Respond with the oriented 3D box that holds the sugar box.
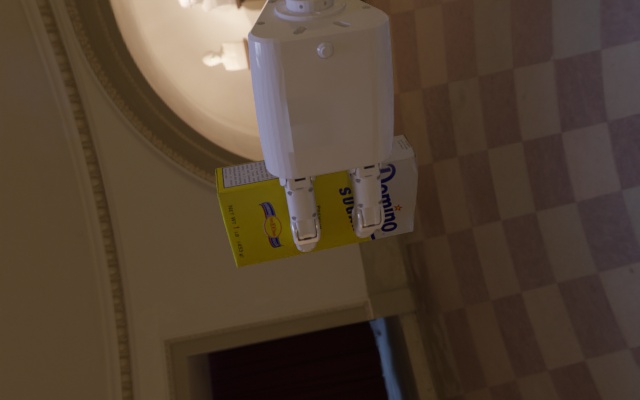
[{"bbox_3d":[0.000,0.002,0.443,0.176,0.093,0.048,-10,40,-5],"label":"sugar box"}]
